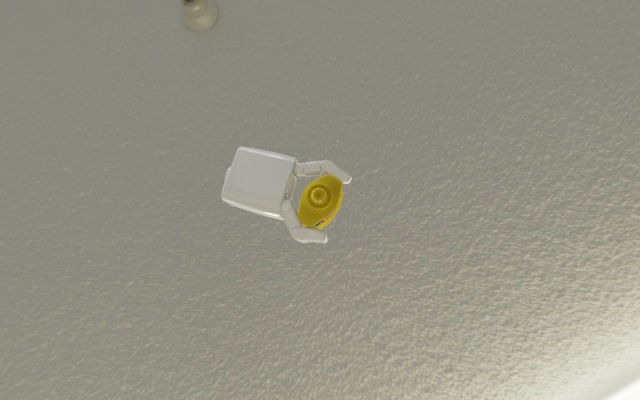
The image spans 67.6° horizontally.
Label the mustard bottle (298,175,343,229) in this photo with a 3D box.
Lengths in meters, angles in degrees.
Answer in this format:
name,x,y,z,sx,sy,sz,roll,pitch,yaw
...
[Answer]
name,x,y,z,sx,sy,sz,roll,pitch,yaw
mustard bottle,0.000,0.003,0.822,0.058,0.096,0.191,38,-5,6
